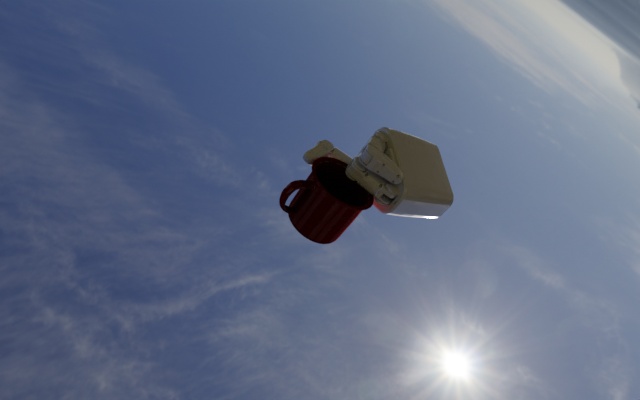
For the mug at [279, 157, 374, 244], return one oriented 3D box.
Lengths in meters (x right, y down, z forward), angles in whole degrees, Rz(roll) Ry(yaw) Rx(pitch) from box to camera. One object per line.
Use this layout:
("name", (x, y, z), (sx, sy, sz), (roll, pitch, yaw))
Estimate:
("mug", (-0.001, 0.002, 0.621), (0.117, 0.093, 0.081), (7, -46, -37))
